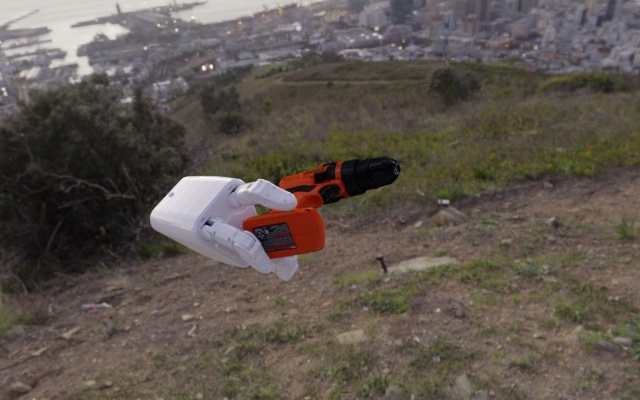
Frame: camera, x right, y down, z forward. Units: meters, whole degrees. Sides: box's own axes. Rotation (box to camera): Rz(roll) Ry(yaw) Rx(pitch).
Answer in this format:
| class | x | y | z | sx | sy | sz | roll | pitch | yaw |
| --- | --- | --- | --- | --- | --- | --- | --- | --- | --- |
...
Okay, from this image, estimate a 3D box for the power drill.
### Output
| class | x | y | z | sx | sy | sz | roll | pitch | yaw |
| --- | --- | --- | --- | --- | --- | --- | --- | --- | --- |
| power drill | 0.000 | 0.002 | 0.618 | 0.184 | 0.057 | 0.187 | -13 | 18 | 28 |
